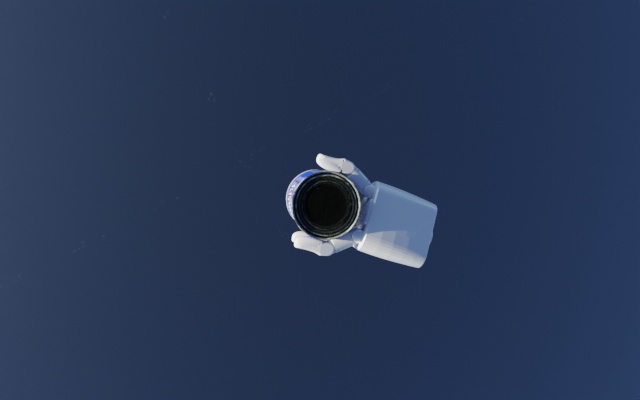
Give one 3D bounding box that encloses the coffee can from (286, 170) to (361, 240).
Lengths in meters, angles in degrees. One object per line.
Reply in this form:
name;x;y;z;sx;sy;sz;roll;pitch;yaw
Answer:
coffee can;0.000;0.002;0.761;0.103;0.103;0.140;0;4;-7
